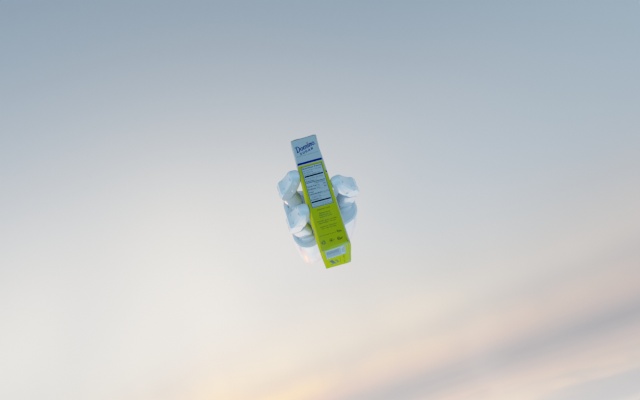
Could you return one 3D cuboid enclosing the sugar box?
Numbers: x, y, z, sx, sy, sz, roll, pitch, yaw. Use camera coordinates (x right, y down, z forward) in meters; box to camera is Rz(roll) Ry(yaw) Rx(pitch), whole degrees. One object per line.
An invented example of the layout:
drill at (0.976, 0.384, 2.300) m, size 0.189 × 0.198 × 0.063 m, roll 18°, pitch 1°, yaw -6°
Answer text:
sugar box at (0.000, 0.003, 0.701) m, size 0.048 × 0.176 × 0.093 m, roll -18°, pitch -24°, yaw -4°
